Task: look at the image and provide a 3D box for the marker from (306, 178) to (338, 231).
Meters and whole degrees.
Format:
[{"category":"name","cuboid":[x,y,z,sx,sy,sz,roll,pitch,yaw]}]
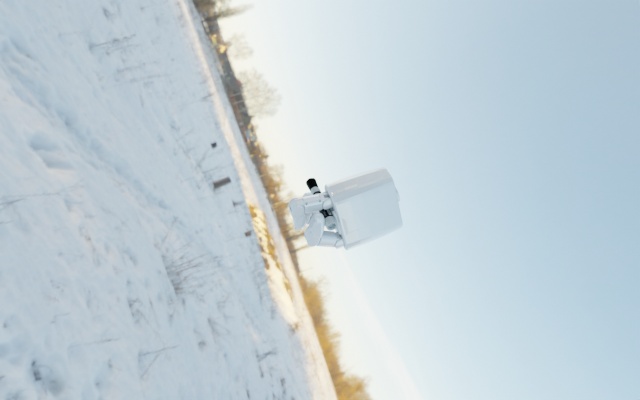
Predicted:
[{"category":"marker","cuboid":[0.000,0.003,0.795,0.020,0.020,0.121,0,40,-23]}]
